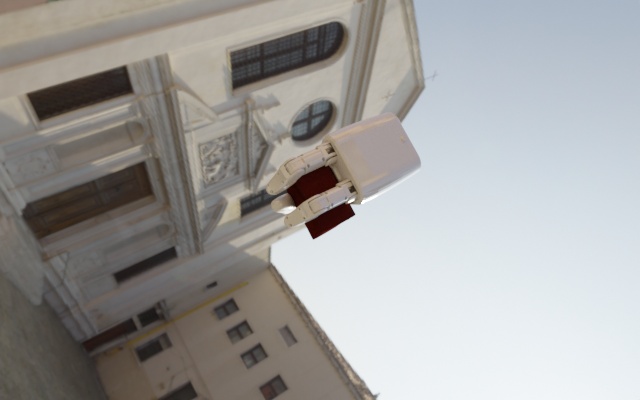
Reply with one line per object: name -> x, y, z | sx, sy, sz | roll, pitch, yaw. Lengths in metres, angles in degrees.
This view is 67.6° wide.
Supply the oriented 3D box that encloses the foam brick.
foam brick -> 0.000, 0.002, 0.622 | 0.051, 0.078, 0.053 | -26, -5, -23
